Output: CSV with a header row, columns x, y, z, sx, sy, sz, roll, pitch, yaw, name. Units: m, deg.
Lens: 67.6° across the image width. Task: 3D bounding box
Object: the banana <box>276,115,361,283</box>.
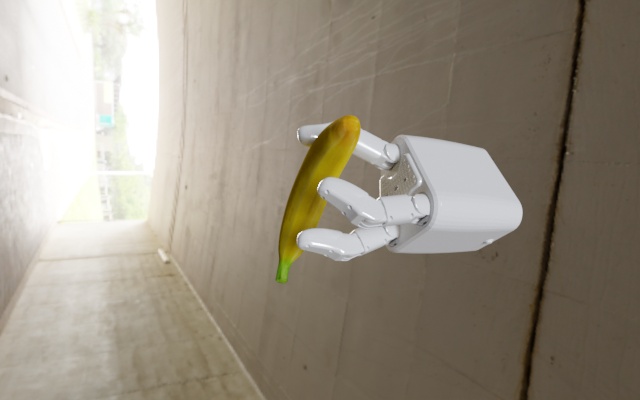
x,y,z,sx,sy,sz,roll,pitch,yaw,name
-0.004,-0.008,0.461,0.037,0.198,0.069,9,37,-19,banana
